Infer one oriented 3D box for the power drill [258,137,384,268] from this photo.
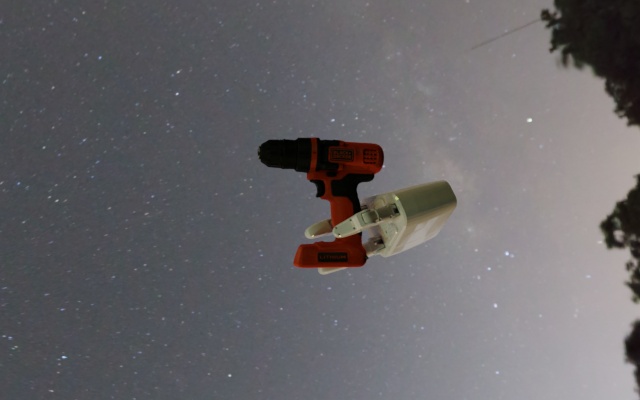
[{"bbox_3d":[0.000,0.003,0.691,0.184,0.187,0.057,2,-1,-7],"label":"power drill"}]
